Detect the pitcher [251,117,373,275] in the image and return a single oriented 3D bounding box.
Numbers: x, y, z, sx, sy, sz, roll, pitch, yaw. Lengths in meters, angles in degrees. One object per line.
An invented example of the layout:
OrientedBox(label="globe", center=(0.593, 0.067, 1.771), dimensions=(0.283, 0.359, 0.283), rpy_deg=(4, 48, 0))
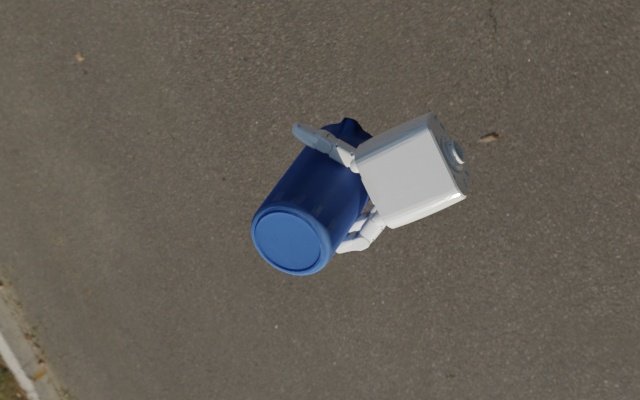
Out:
OrientedBox(label="pitcher", center=(0.000, 0.002, 0.678), dimensions=(0.145, 0.149, 0.242), rpy_deg=(-24, 18, 32))
